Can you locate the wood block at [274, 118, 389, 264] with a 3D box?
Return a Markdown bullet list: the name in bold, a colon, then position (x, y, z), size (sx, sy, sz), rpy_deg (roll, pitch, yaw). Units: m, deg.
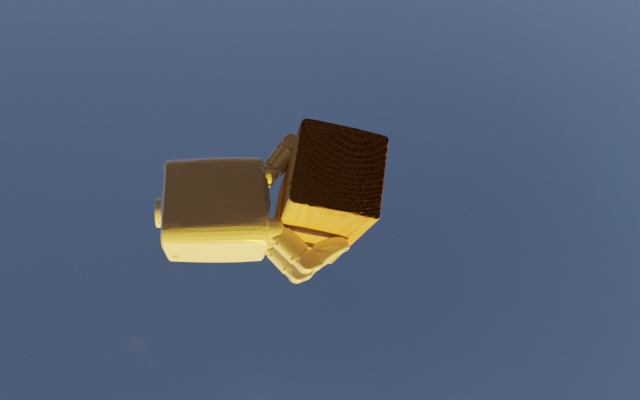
- **wood block**: position (0.000, 0.001, 0.546), size (0.090, 0.090, 0.206), rpy_deg (11, -20, -8)
